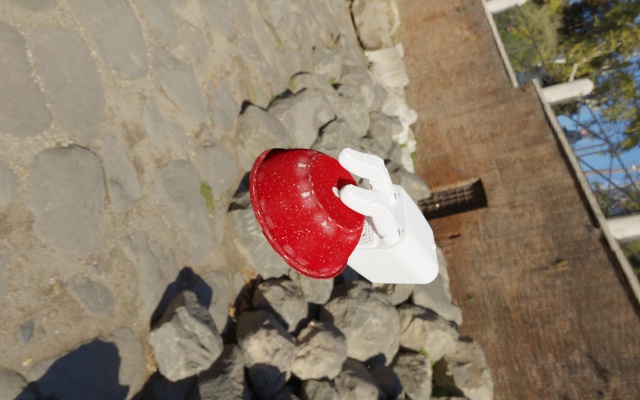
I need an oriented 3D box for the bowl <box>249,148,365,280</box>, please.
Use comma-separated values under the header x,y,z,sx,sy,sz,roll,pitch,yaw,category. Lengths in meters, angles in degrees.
x,y,z,sx,sy,sz,roll,pitch,yaw,category
0.000,0.001,0.524,0.055,0.162,0.162,-30,-17,33,bowl
